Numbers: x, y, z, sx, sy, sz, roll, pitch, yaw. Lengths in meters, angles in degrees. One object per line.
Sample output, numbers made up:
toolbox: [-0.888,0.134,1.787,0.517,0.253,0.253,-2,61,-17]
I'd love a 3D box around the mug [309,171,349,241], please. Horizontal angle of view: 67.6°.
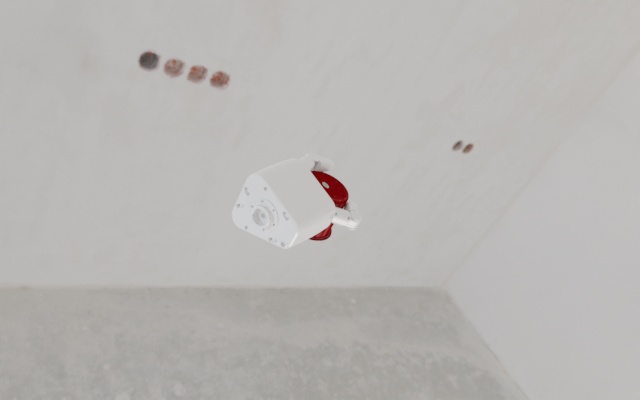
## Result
mug: [0.001,0.002,0.794,0.093,0.081,0.117,39,30,16]
